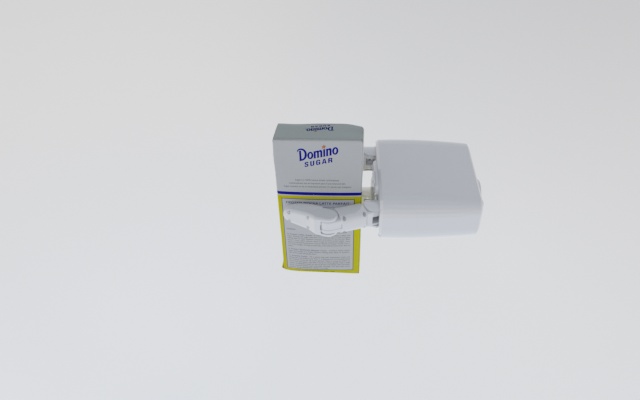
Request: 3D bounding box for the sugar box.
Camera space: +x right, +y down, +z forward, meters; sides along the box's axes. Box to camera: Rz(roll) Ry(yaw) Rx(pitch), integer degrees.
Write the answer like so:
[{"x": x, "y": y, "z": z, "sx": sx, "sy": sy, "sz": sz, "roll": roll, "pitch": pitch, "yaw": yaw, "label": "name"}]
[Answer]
[{"x": 0.000, "y": 0.002, "z": 0.531, "sx": 0.093, "sy": 0.176, "sz": 0.048, "roll": 2, "pitch": 32, "yaw": 3, "label": "sugar box"}]
